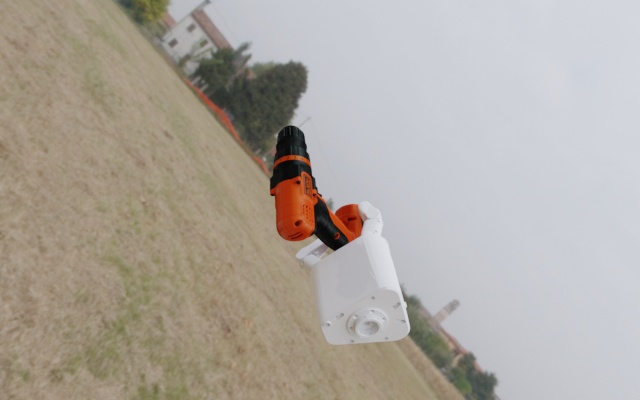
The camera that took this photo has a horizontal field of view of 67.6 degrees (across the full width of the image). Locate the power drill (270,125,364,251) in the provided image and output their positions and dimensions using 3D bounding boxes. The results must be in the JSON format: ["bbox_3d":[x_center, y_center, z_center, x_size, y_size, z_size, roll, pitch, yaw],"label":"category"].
[{"bbox_3d":[0.000,0.003,0.682,0.057,0.184,0.188,-24,-41,27],"label":"power drill"}]
